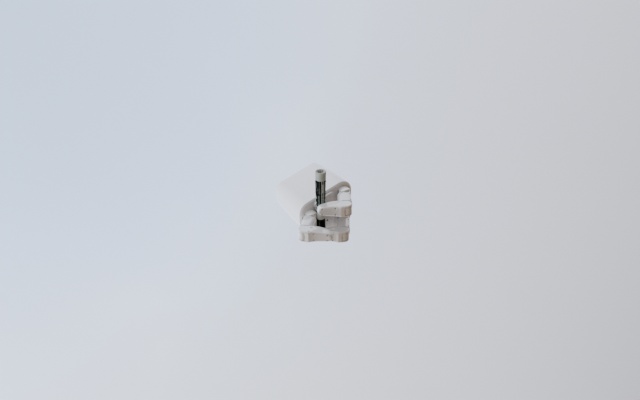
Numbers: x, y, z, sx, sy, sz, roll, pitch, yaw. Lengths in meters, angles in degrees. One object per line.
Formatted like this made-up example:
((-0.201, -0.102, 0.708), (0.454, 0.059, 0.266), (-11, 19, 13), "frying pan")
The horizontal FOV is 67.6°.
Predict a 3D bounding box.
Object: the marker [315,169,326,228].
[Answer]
((0.000, 0.003, 0.833), (0.020, 0.121, 0.020), (0, 31, 0), "marker")
